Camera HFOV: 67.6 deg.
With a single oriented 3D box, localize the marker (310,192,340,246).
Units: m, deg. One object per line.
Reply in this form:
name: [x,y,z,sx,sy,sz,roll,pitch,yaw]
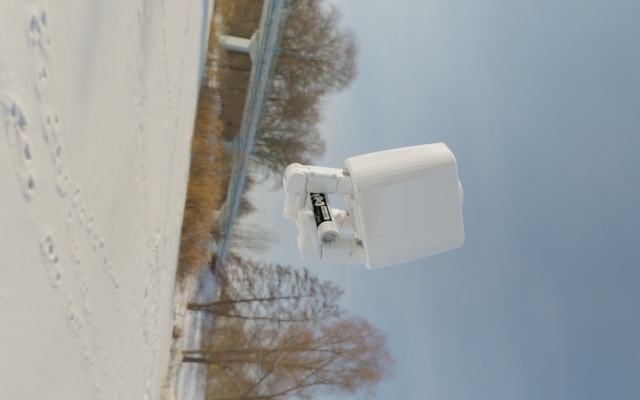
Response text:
marker: [0.000,0.002,0.481,0.020,0.020,0.121,0,33,-10]
